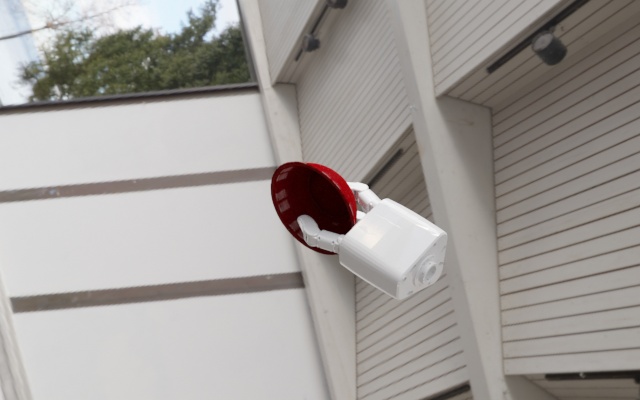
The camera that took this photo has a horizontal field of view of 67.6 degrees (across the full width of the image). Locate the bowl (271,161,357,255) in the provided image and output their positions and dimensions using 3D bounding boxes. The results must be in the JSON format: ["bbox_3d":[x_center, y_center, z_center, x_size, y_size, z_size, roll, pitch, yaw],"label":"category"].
[{"bbox_3d":[-0.001,0.001,0.737,0.162,0.162,0.055,0,29,43],"label":"bowl"}]
